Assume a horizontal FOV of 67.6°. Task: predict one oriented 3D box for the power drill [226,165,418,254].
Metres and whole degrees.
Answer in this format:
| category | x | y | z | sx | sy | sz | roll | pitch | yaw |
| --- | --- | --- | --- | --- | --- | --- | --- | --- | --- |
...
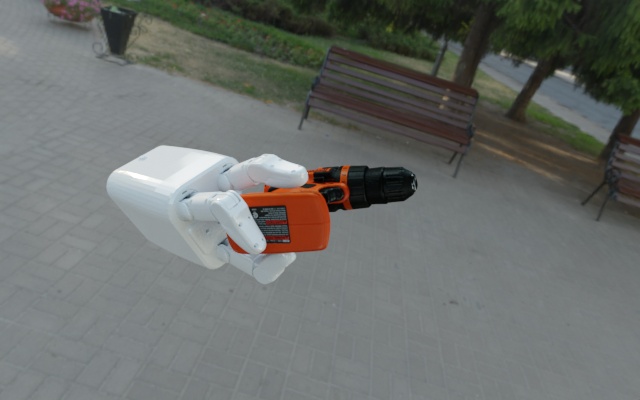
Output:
| category | x | y | z | sx | sy | sz | roll | pitch | yaw |
| --- | --- | --- | --- | --- | --- | --- | --- | --- | --- |
| power drill | 0.000 | 0.002 | 0.501 | 0.184 | 0.057 | 0.187 | -5 | 10 | 20 |
